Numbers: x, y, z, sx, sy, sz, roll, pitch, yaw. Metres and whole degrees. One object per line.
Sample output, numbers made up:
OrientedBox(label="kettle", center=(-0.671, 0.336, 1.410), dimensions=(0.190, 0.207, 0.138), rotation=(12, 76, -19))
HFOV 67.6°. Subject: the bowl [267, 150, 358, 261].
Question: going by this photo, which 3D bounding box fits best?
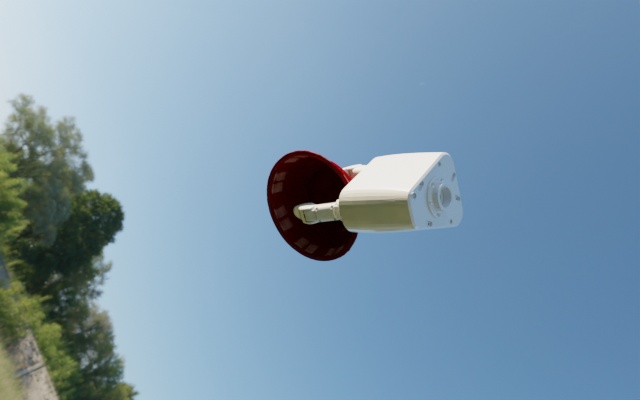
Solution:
OrientedBox(label="bowl", center=(-0.001, 0.002, 0.682), dimensions=(0.162, 0.162, 0.055), rotation=(0, 18, 38))
